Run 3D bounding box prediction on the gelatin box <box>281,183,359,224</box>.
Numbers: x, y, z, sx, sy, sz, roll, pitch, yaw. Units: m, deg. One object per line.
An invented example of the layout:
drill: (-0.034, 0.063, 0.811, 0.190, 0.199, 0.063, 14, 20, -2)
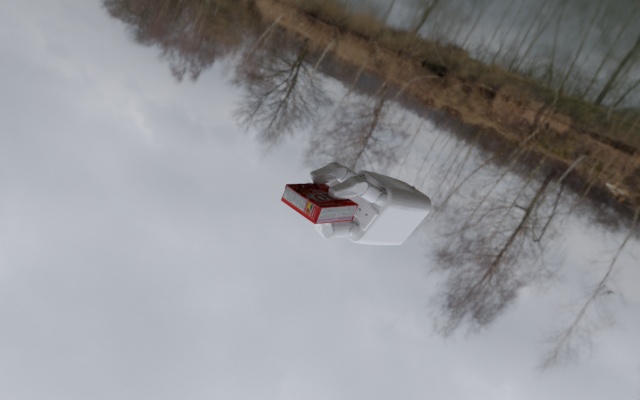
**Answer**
gelatin box: (0.000, 0.003, 0.689, 0.073, 0.030, 0.089, 34, 24, 35)
